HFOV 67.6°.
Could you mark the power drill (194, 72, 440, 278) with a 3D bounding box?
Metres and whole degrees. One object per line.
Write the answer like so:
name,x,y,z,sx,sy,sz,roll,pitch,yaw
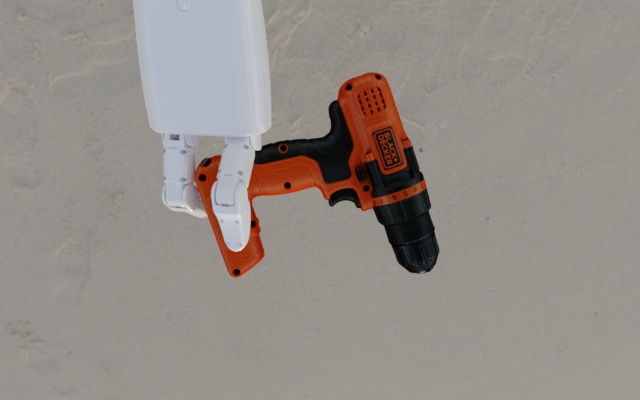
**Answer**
power drill,0.000,0.001,0.421,0.187,0.184,0.057,-20,6,-4
